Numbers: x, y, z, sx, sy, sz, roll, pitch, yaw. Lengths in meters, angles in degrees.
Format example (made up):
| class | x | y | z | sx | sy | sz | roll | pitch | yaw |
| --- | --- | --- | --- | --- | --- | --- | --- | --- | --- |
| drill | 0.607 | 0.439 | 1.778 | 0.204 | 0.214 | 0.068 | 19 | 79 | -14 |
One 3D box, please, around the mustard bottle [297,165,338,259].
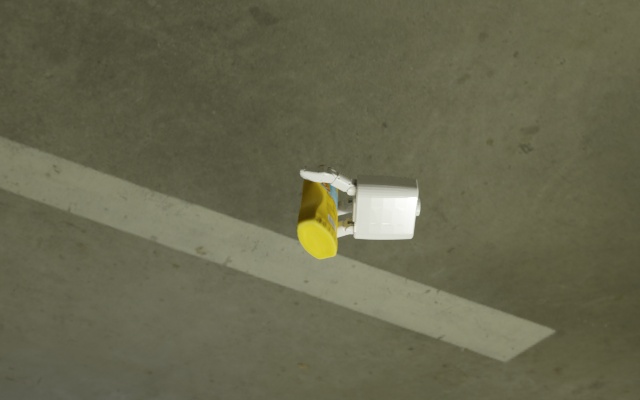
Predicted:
| class | x | y | z | sx | sy | sz | roll | pitch | yaw |
| --- | --- | --- | --- | --- | --- | --- | --- | --- | --- |
| mustard bottle | 0.000 | 0.003 | 0.848 | 0.058 | 0.191 | 0.096 | -16 | -50 | 19 |
